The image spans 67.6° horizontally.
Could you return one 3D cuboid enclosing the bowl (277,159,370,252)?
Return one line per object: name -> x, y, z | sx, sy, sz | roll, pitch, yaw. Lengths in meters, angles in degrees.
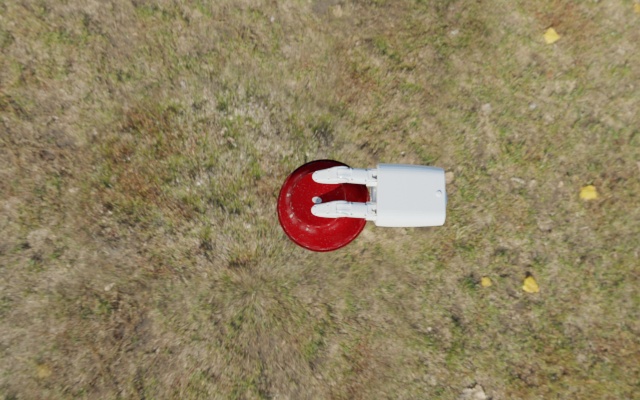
bowl -> -0.001, 0.003, 0.787 | 0.162, 0.162, 0.055 | 0, -11, 10
